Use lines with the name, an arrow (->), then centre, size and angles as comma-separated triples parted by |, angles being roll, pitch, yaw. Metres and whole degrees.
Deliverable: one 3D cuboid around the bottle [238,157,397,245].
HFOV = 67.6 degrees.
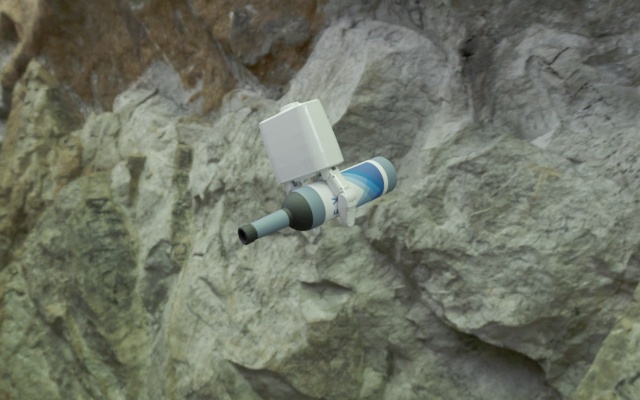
bottle -> 0.000, 0.002, 0.759 | 0.295, 0.069, 0.069 | -24, 14, -35
